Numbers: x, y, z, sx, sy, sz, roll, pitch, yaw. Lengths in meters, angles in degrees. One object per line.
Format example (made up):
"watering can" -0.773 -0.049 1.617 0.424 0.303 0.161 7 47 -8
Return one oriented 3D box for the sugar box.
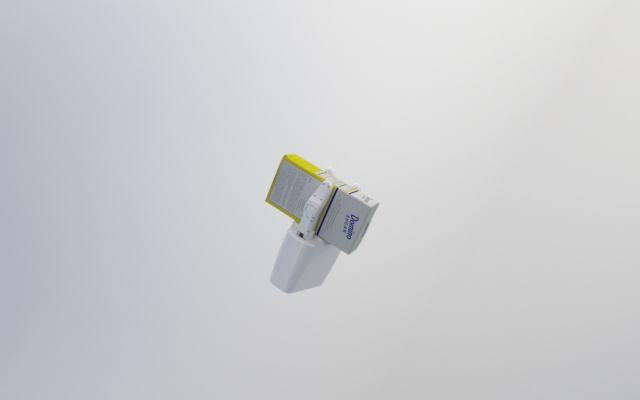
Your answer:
"sugar box" 0.000 0.003 0.786 0.176 0.093 0.048 31 23 17
